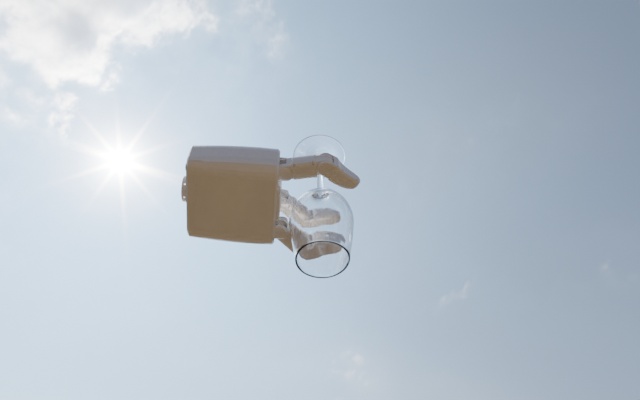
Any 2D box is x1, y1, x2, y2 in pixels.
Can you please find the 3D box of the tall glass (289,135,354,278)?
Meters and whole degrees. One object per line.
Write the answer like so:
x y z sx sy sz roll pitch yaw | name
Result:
0.000 0.001 0.604 0.079 0.079 0.200 0 40 -2 | tall glass
